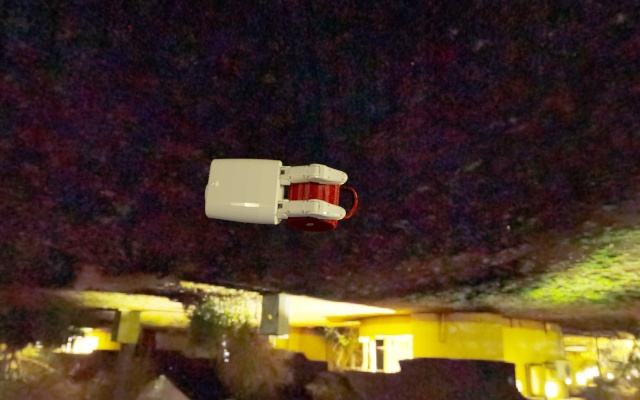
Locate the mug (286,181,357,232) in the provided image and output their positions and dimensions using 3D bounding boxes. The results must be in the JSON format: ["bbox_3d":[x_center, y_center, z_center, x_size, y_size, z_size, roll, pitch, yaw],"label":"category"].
[{"bbox_3d":[0.002,0.003,0.763,0.117,0.081,0.093,4,-18,0],"label":"mug"}]
